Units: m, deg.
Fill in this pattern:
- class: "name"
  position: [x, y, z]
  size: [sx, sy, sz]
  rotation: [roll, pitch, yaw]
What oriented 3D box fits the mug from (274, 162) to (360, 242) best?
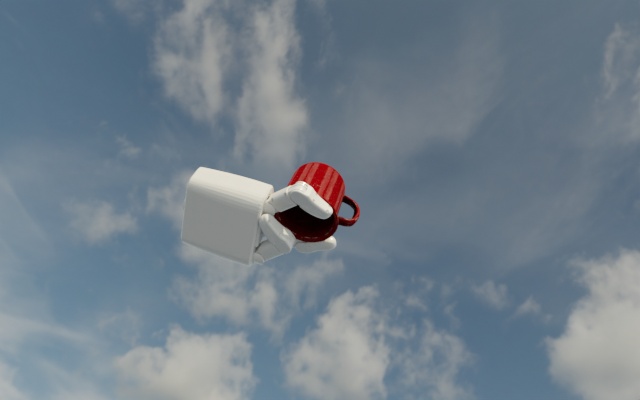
- class: "mug"
  position: [0.002, 0.002, 0.681]
  size: [0.117, 0.093, 0.081]
  rotation: [17, 41, 5]
